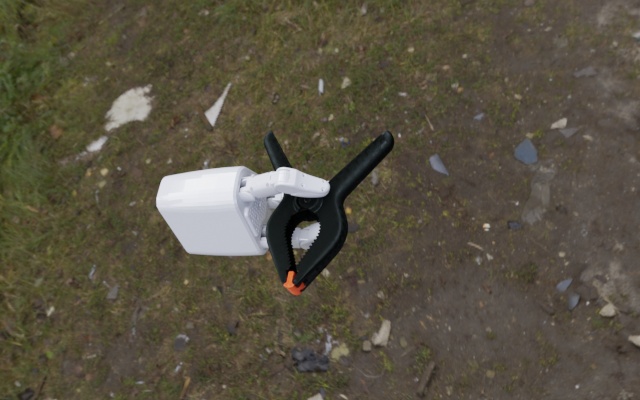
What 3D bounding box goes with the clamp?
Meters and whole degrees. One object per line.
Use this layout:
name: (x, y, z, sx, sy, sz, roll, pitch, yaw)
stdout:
clamp: (0.000, 0.002, 0.541, 0.164, 0.210, 0.036, -4, -29, 17)
